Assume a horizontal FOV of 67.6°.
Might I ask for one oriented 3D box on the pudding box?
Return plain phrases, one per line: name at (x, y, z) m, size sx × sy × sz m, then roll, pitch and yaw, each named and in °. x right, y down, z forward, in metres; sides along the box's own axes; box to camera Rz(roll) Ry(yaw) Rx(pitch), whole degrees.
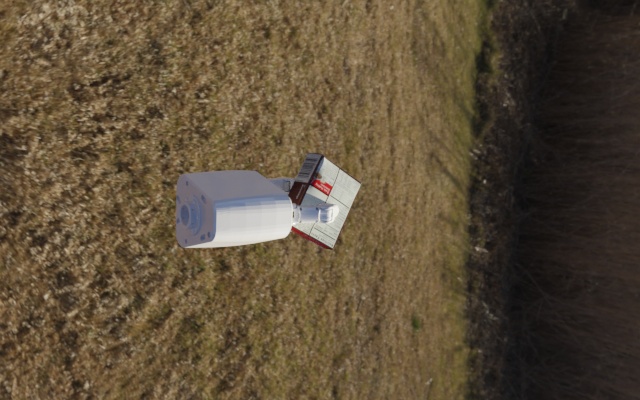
pudding box at (0.000, 0.002, 0.679) m, size 0.090 × 0.113 × 0.039 m, roll 33°, pitch -13°, yaw -37°
